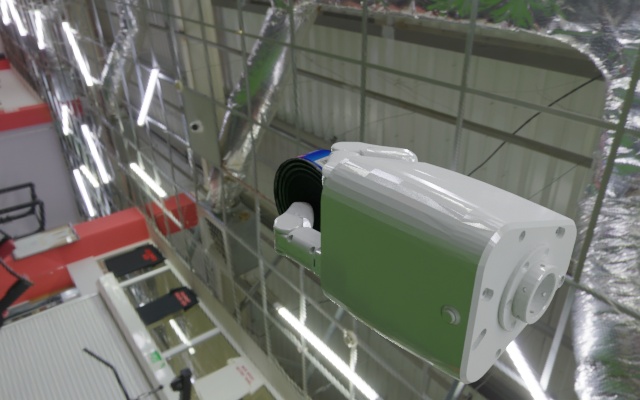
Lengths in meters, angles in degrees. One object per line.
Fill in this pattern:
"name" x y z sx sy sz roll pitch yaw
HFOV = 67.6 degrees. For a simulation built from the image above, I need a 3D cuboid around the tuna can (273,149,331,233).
"tuna can" 0.000 0.001 0.401 0.033 0.086 0.086 -24 15 -37
